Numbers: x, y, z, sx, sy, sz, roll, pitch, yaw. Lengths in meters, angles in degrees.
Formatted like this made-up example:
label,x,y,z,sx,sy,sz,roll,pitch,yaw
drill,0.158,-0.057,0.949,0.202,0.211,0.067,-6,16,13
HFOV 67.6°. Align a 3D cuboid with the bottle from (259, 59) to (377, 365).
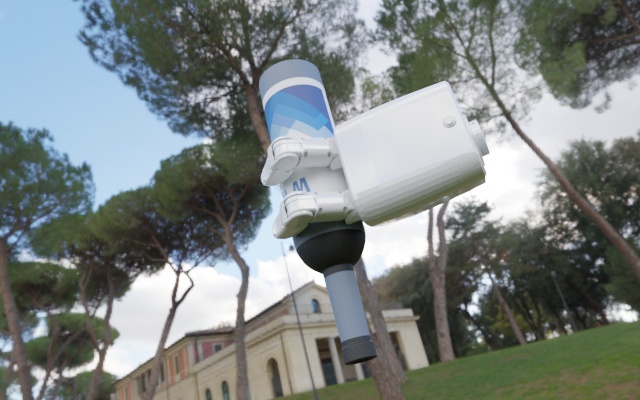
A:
label,x,y,z,sx,sy,sz,roll,pitch,yaw
bottle,0.000,0.001,0.450,0.069,0.295,0.069,-12,-25,-6
